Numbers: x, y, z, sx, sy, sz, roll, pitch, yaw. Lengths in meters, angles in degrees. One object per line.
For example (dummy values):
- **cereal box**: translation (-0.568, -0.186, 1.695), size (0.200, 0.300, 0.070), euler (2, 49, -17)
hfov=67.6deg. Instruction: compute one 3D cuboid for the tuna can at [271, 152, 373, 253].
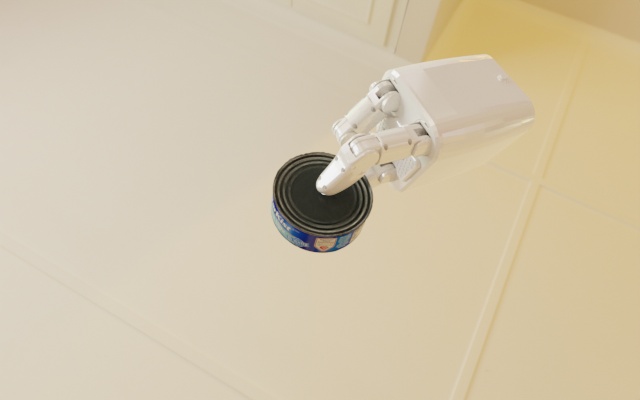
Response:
- **tuna can**: translation (0.000, 0.002, 0.413), size (0.086, 0.086, 0.034), euler (0, -33, -11)
